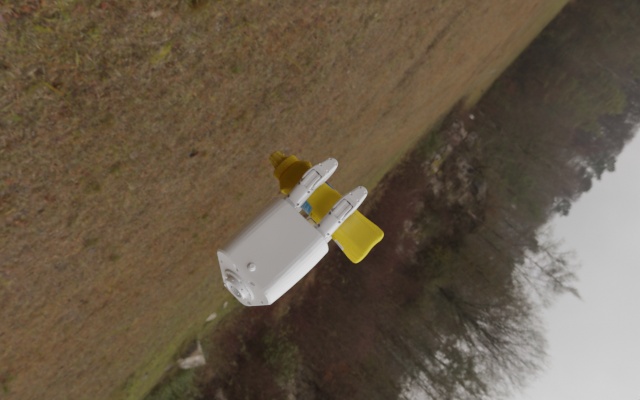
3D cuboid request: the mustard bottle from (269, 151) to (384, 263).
[{"bbox_3d":[0.001,0.002,0.667,0.191,0.058,0.096,44,-6,7],"label":"mustard bottle"}]
